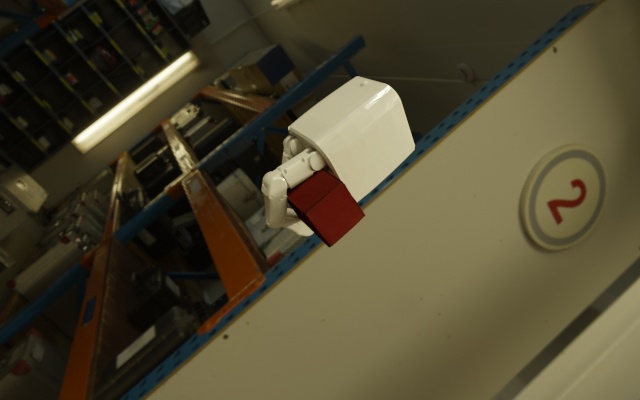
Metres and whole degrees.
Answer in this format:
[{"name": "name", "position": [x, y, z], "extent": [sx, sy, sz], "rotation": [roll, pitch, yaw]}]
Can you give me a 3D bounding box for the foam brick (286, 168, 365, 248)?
[{"name": "foam brick", "position": [0.000, 0.002, 0.506], "extent": [0.051, 0.053, 0.078], "rotation": [-39, 33, -7]}]
